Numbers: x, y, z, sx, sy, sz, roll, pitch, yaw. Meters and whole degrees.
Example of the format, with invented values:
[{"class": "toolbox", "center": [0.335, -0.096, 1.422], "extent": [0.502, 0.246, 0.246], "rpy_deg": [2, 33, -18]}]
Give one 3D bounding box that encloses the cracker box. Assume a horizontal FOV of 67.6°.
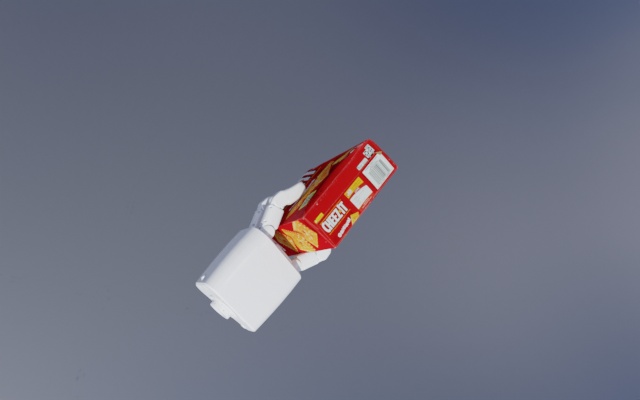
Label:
[{"class": "cracker box", "center": [0.000, 0.003, 0.749], "extent": [0.072, 0.164, 0.214], "rpy_deg": [45, -24, -12]}]
